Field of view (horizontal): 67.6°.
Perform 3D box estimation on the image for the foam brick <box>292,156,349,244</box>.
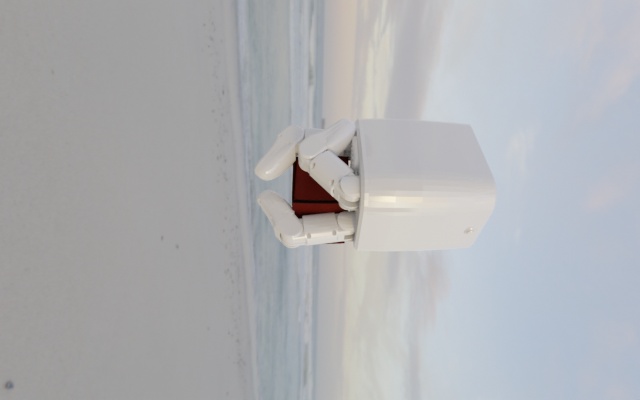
[{"bbox_3d":[0.000,0.002,0.455,0.051,0.053,0.078,0,-32,-1],"label":"foam brick"}]
